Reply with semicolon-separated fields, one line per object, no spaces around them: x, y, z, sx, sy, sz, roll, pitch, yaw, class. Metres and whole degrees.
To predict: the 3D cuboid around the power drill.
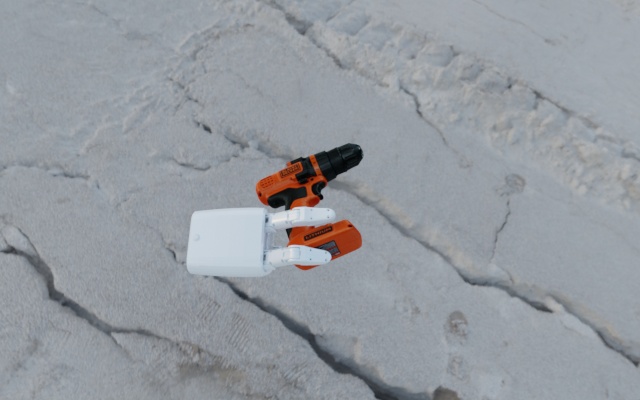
0.000;0.003;0.727;0.184;0.187;0.057;-25;-45;5;power drill
